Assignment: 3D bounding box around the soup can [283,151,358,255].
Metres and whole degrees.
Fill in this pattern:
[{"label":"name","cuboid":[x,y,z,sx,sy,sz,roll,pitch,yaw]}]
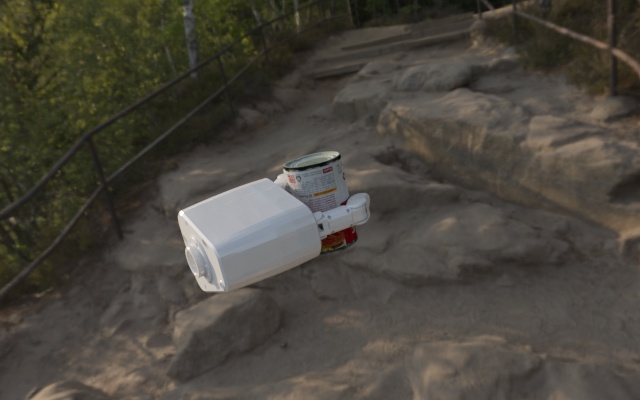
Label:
[{"label":"soup can","cuboid":[0.001,0.001,0.544,0.068,0.102,0.068,-11,16,3]}]
